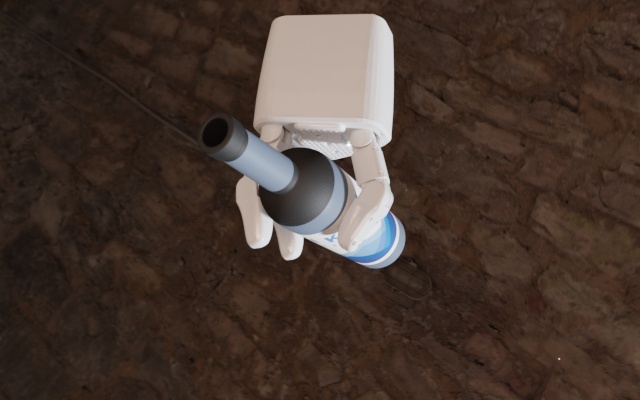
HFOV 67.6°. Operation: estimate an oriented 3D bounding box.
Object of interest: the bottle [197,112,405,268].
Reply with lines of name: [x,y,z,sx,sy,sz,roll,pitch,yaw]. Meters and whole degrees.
bottle: [0.000,0.002,0.410,0.069,0.069,0.296,0,-17,27]
